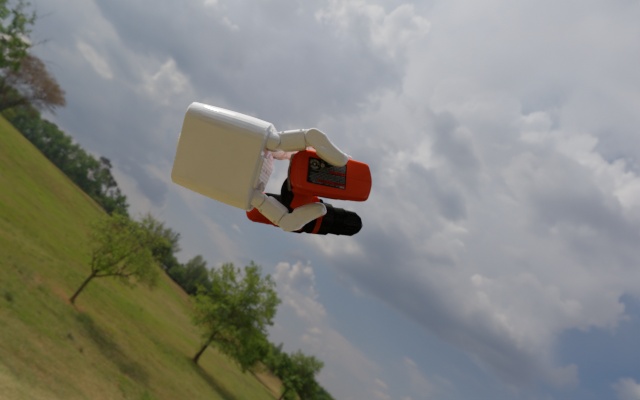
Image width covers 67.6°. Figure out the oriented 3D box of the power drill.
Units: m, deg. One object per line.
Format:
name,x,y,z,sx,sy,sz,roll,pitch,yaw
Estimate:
power drill,0.000,0.002,0.670,0.184,0.057,0.188,9,-24,-17
